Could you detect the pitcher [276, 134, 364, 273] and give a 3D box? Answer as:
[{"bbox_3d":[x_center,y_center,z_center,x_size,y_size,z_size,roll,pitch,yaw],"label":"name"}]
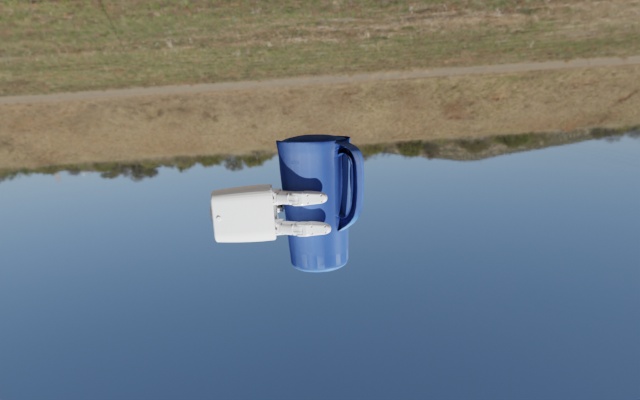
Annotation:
[{"bbox_3d":[0.000,0.003,0.864,0.145,0.243,0.149,-4,12,-3],"label":"pitcher"}]
